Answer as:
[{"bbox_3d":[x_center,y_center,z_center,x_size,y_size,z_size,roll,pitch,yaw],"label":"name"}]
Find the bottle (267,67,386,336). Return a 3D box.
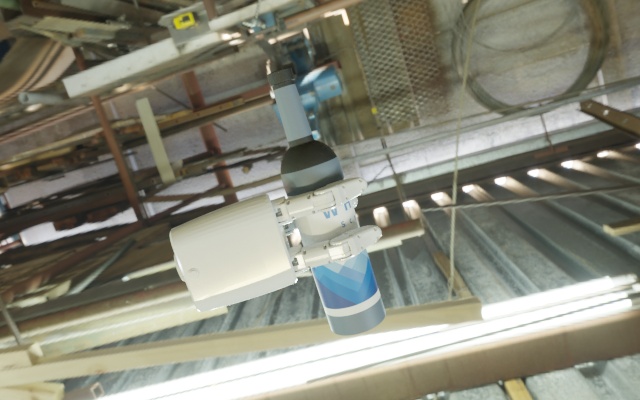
[{"bbox_3d":[0.000,0.002,0.529,0.069,0.296,0.069,-17,10,3],"label":"bottle"}]
